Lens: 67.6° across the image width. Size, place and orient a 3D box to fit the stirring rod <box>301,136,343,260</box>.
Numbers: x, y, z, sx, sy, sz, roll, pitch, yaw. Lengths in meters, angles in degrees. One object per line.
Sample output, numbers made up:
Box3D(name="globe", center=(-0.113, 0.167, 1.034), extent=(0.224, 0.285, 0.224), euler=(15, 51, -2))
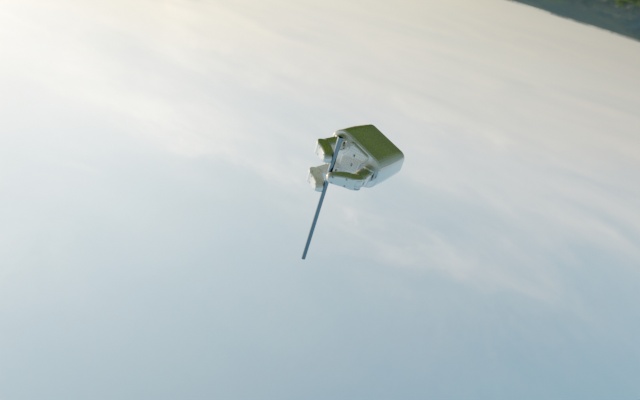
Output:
Box3D(name="stirring rod", center=(0.000, 0.003, 0.802), extent=(0.011, 0.240, 0.011), euler=(13, 29, -7))
